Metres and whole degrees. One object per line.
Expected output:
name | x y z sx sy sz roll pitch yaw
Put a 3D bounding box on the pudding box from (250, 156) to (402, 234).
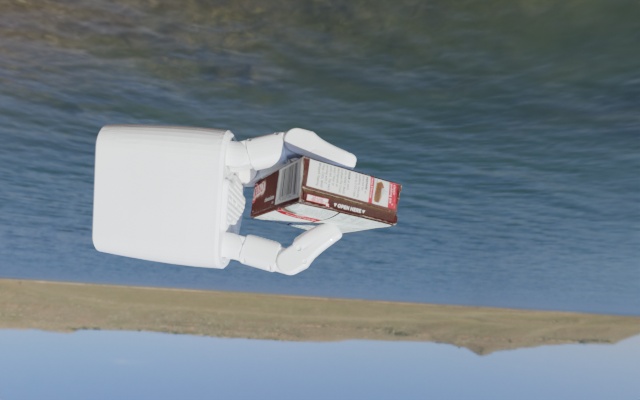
pudding box | 0.000 0.001 0.411 0.090 0.039 0.113 13 -12 -25
